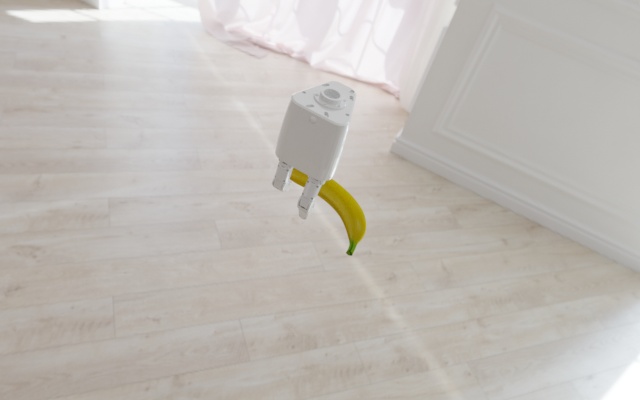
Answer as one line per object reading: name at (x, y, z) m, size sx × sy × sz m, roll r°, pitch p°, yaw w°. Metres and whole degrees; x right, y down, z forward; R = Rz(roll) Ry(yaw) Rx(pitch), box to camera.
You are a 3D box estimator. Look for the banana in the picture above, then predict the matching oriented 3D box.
banana at (0.016, -0.001, 0.790) m, size 0.069 × 0.197 × 0.037 m, roll -23°, pitch -30°, yaw -33°
